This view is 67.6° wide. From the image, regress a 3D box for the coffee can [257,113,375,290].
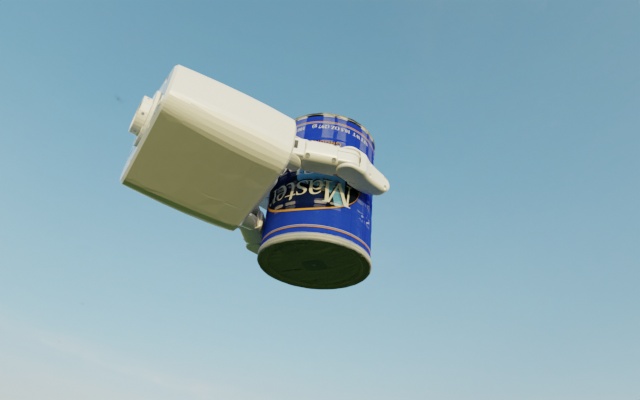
[{"bbox_3d":[0.000,0.002,0.464,0.103,0.140,0.103,4,-33,3],"label":"coffee can"}]
